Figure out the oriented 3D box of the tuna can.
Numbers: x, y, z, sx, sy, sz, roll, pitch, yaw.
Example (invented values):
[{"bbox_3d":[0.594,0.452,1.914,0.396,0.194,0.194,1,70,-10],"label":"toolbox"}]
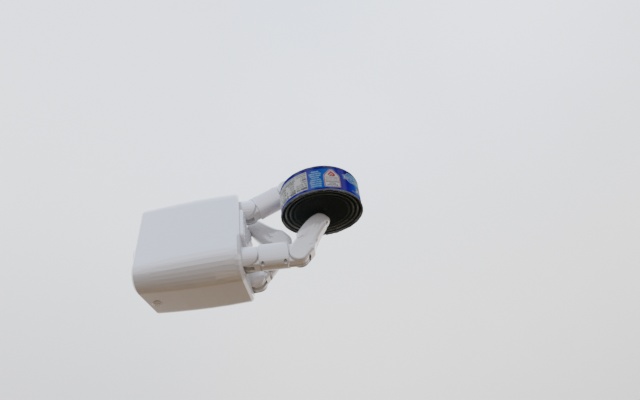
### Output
[{"bbox_3d":[0.000,0.001,0.503,0.086,0.033,0.086,-5,-34,-4],"label":"tuna can"}]
